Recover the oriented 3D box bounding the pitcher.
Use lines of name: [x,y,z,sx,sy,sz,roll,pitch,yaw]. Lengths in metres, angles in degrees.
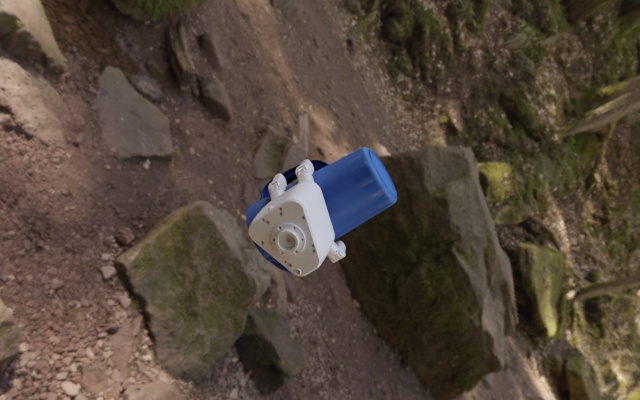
pitcher: [0.000,0.003,0.829,0.243,0.149,0.145,-30,8,17]
